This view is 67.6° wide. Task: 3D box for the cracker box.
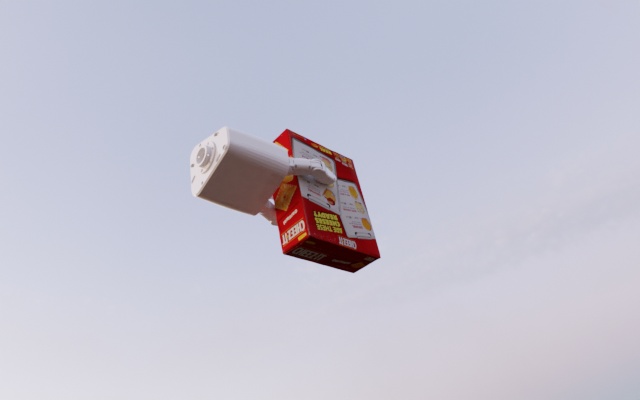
[{"bbox_3d":[0.000,0.002,0.800,0.164,0.213,0.072,21,-46,-40],"label":"cracker box"}]
